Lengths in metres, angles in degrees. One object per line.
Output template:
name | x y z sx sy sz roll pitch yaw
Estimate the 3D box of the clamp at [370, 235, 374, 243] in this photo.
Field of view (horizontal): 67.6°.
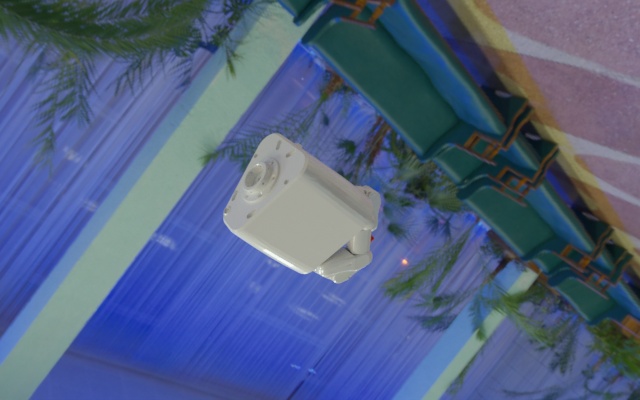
clamp | 0.000 0.003 0.604 0.120 0.039 0.171 35 3 -40
